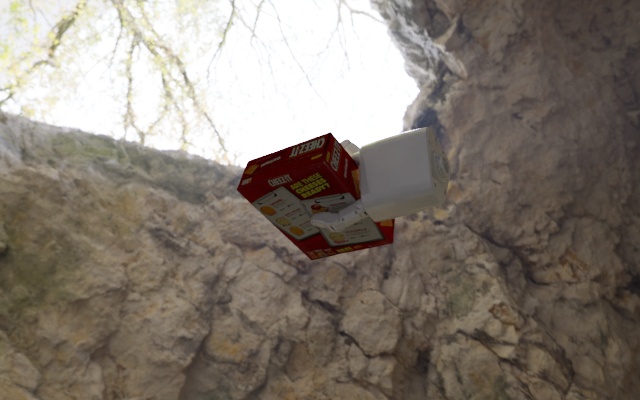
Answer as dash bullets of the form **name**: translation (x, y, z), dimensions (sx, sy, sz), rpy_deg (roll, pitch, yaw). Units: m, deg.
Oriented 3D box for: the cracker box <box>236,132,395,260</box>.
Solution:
- **cracker box**: translation (0.000, 0.003, 0.767), dimensions (0.164, 0.072, 0.214), rpy_deg (-15, -45, 30)
